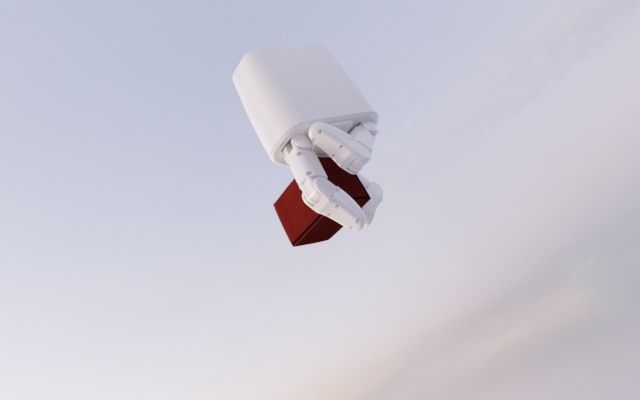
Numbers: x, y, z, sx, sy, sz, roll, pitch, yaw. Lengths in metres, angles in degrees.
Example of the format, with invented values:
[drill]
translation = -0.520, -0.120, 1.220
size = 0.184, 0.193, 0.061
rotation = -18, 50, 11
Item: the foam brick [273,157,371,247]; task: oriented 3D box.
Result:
[foam brick]
translation = 0.000, 0.002, 0.475
size = 0.053, 0.051, 0.078
rotation = -4, -34, -46
